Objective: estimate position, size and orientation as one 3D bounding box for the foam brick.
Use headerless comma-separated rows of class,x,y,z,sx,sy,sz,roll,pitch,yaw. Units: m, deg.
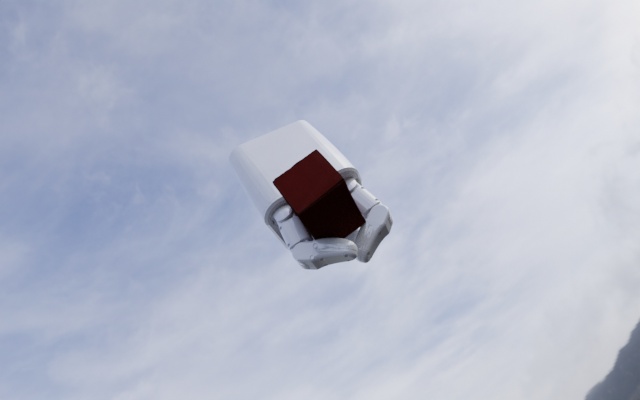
foam brick,0.000,0.001,0.450,0.053,0.051,0.078,-36,-37,-3
